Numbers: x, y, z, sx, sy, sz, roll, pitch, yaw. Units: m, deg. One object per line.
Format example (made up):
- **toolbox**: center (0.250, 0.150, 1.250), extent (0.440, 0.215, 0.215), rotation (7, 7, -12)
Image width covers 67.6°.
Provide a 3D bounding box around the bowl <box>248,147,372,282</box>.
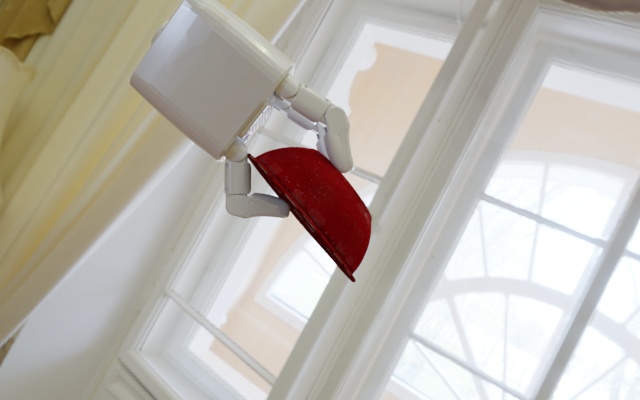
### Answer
- **bowl**: center (0.001, 0.002, 0.468), extent (0.055, 0.162, 0.162), rotation (-39, 4, -5)
